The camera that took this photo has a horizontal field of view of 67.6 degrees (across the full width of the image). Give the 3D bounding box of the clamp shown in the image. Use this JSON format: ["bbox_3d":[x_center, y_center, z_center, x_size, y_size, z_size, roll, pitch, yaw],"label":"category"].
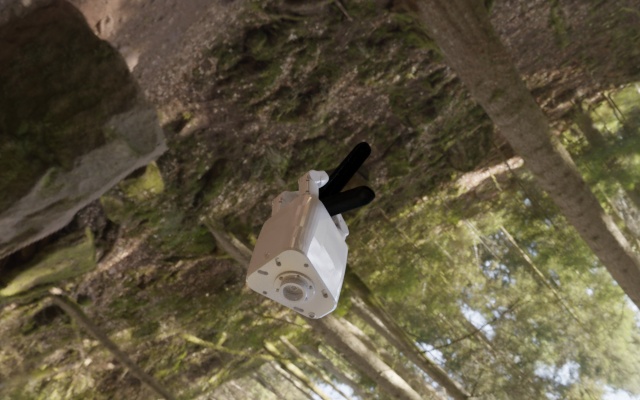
[{"bbox_3d":[0.000,0.003,0.700,0.210,0.036,0.164,-36,20,28],"label":"clamp"}]
